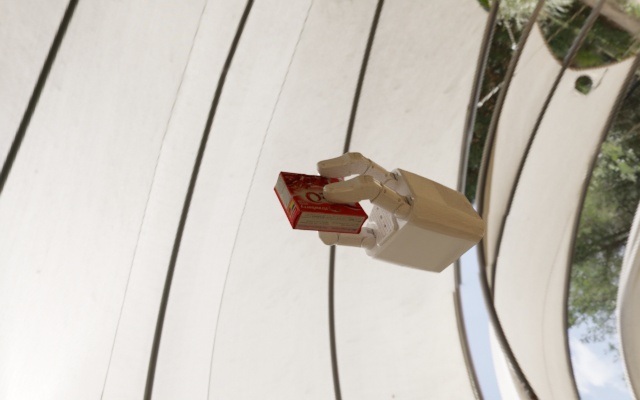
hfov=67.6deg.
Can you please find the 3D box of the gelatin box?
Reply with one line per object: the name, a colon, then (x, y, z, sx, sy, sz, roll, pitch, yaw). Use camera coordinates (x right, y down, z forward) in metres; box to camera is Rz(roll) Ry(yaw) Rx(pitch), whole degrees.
gelatin box: (0.000, 0.002, 0.540, 0.089, 0.030, 0.073, 5, 35, -29)
